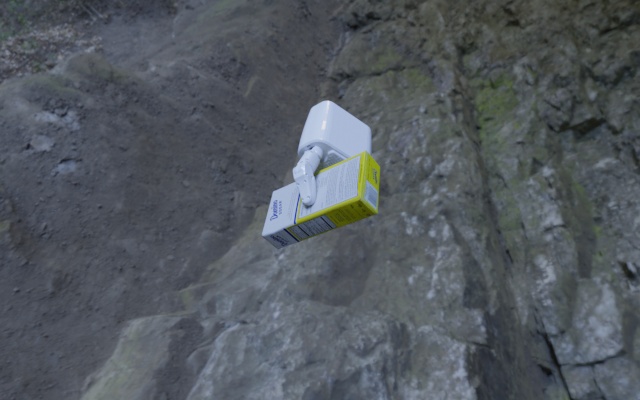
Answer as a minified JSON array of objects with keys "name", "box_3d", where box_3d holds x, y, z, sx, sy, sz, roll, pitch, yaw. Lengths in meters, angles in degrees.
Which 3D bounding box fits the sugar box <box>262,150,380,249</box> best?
[{"name":"sugar box","box_3d":[0.001,0.002,0.693,0.176,0.093,0.048,-24,-51,33]}]
